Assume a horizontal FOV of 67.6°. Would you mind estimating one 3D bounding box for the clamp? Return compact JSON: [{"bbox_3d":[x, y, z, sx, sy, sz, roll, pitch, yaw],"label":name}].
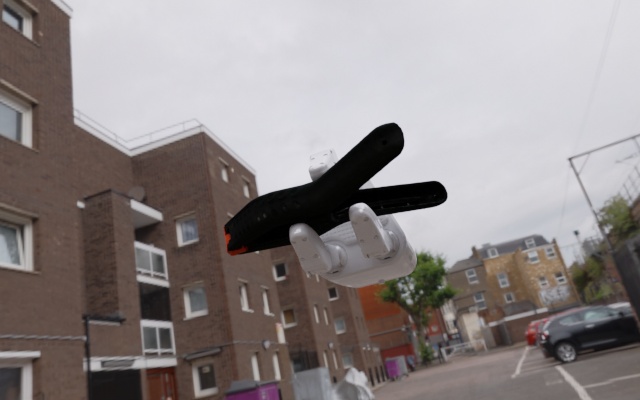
[{"bbox_3d":[-0.001,0.001,0.415,0.210,0.036,0.165,-18,-23,13],"label":"clamp"}]
